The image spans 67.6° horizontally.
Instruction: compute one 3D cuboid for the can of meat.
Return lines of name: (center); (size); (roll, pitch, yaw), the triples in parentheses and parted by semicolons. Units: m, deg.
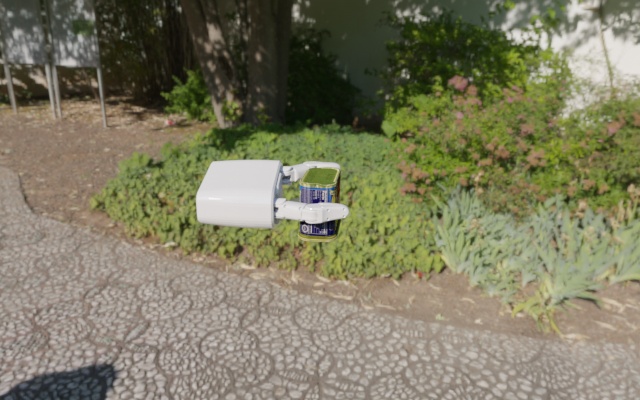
can of meat: (0.000, 0.002, 0.700); (0.057, 0.084, 0.102); (3, 18, 7)
